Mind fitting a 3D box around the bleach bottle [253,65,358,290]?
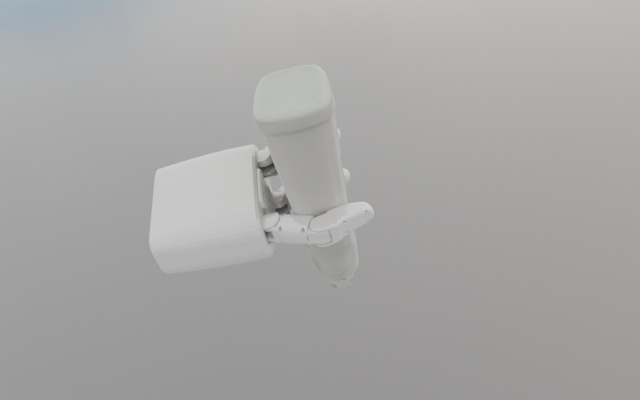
[{"bbox_3d":[0.000,0.001,0.477,0.068,0.251,0.102,-12,37,4],"label":"bleach bottle"}]
